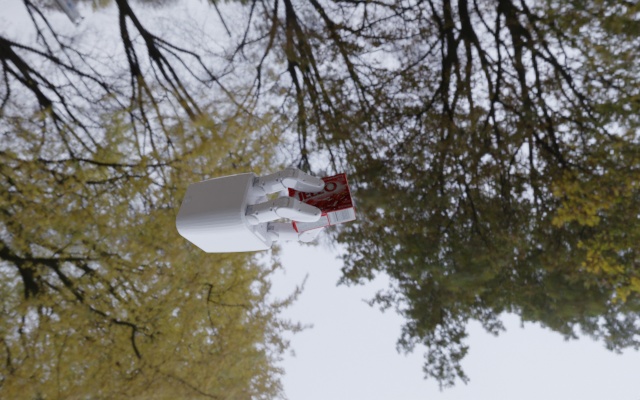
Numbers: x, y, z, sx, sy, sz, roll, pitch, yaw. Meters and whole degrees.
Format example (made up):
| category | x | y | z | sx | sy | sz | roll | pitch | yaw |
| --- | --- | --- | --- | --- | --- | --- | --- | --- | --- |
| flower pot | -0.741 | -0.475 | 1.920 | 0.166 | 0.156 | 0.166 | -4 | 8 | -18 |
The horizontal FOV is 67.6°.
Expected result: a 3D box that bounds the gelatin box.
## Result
| category | x | y | z | sx | sy | sz | roll | pitch | yaw |
| --- | --- | --- | --- | --- | --- | --- | --- | --- | --- |
| gelatin box | 0.001 | 0.002 | 0.682 | 0.089 | 0.030 | 0.073 | -13 | 44 | 3 |
